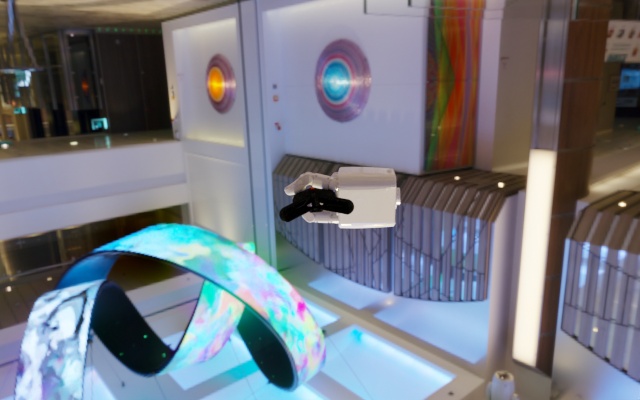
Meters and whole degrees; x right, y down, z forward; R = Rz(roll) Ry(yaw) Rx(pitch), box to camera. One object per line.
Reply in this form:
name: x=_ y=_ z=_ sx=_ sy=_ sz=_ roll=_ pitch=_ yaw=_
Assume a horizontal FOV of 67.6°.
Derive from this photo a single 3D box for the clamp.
clamp: x=0.000 y=0.003 z=0.834 sx=0.120 sy=0.039 sz=0.171 roll=0 pitch=14 yaw=5
